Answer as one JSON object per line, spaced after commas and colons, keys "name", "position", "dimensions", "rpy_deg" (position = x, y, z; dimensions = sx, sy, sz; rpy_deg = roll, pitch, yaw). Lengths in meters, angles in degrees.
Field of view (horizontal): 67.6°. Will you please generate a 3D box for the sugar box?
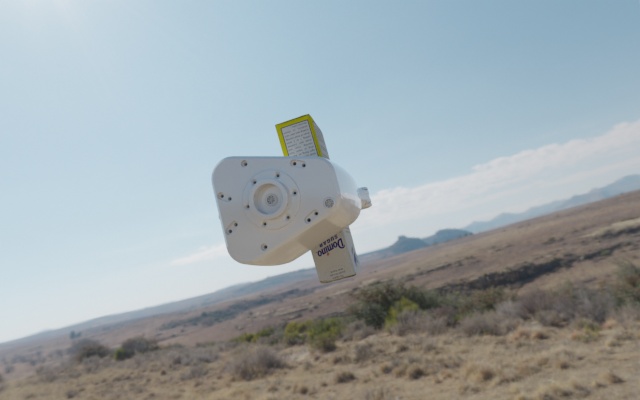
{"name": "sugar box", "position": [0.000, 0.002, 0.535], "dimensions": [0.048, 0.176, 0.093], "rpy_deg": [-15, -8, 7]}
